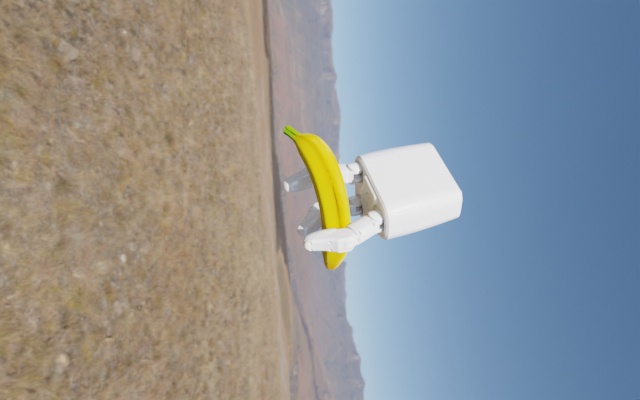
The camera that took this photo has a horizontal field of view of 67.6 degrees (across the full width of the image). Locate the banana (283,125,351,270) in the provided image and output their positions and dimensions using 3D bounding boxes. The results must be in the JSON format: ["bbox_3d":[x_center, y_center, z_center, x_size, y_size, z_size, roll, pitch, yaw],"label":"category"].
[{"bbox_3d":[0.008,0.001,0.585,0.037,0.198,0.069,-22,18,-23],"label":"banana"}]
